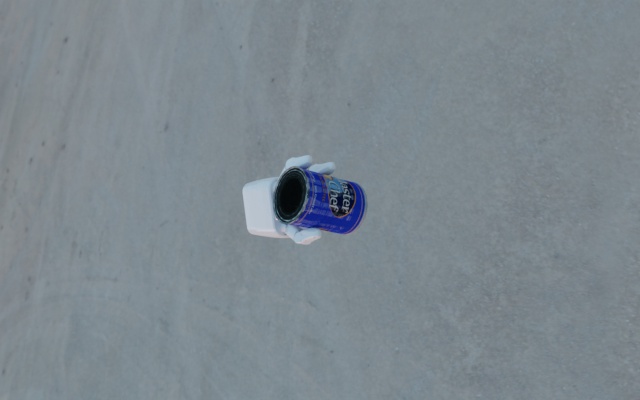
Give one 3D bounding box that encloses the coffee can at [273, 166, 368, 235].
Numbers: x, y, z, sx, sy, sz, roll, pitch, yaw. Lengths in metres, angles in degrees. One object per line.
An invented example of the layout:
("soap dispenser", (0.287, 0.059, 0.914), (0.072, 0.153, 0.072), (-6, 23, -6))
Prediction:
("coffee can", (0.000, 0.003, 0.863), (0.140, 0.103, 0.103), (13, -8, -38))
